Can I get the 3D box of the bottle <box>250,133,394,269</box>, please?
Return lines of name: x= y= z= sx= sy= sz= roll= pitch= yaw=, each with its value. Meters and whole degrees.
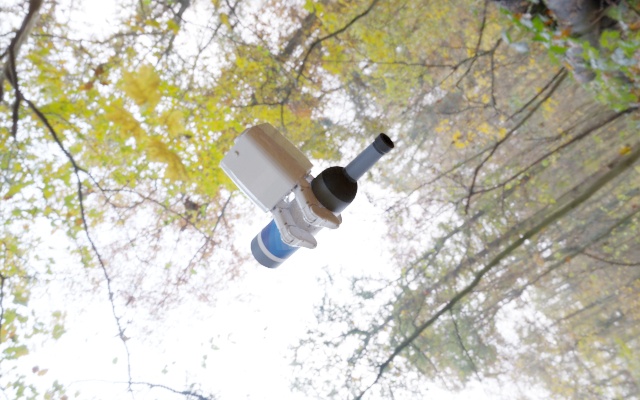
bottle: x=0.000 y=0.003 z=0.733 sx=0.069 sy=0.069 sz=0.296 roll=0 pitch=-36 yaw=-50
